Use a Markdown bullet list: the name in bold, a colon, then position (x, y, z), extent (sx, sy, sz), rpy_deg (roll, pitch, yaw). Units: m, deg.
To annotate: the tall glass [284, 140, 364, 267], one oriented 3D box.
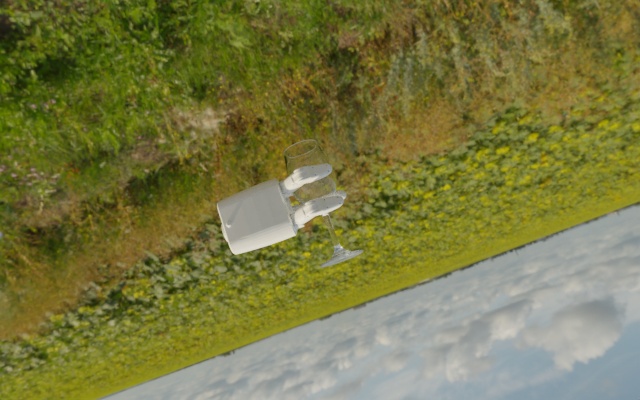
- **tall glass**: position (0.000, 0.003, 0.783), extent (0.079, 0.201, 0.079), rpy_deg (-19, -13, -5)
